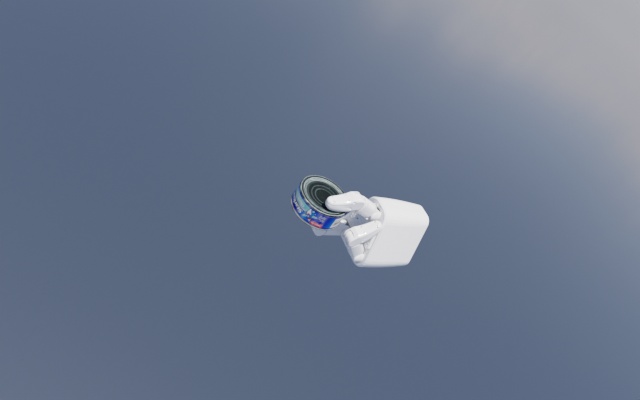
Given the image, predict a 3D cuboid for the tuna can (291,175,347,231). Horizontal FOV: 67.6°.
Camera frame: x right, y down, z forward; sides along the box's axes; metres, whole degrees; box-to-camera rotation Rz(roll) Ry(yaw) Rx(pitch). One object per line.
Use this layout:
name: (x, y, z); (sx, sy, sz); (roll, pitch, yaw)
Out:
tuna can: (0.000, 0.002, 0.729); (0.086, 0.086, 0.034); (0, -41, -37)
